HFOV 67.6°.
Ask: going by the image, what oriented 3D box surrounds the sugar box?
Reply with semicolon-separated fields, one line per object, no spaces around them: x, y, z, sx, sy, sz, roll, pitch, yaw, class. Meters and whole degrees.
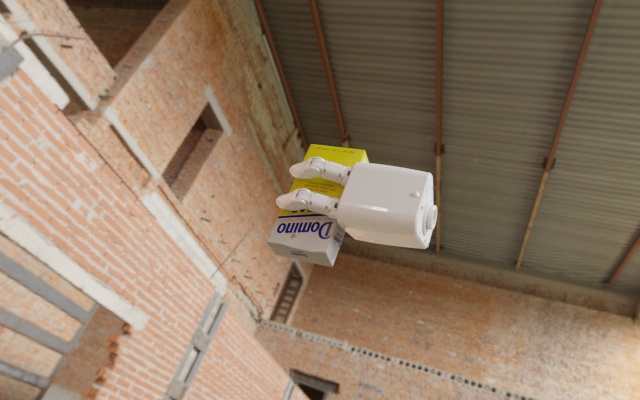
0.000;0.002;0.690;0.093;0.176;0.048;8;-32;24;sugar box
